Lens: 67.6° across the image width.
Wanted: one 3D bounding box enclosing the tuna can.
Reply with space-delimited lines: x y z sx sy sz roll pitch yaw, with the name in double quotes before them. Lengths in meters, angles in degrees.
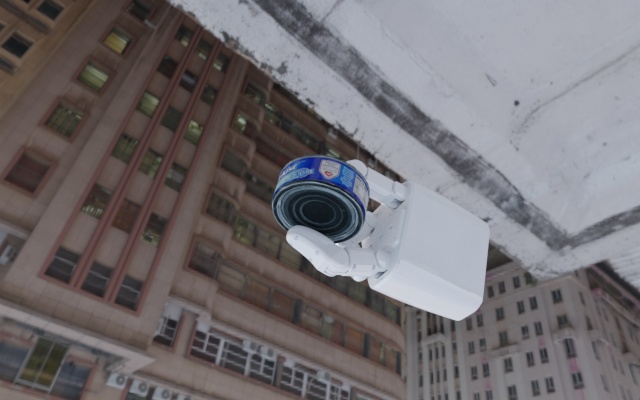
"tuna can" 0.000 0.002 0.431 0.086 0.033 0.086 8 -42 7
